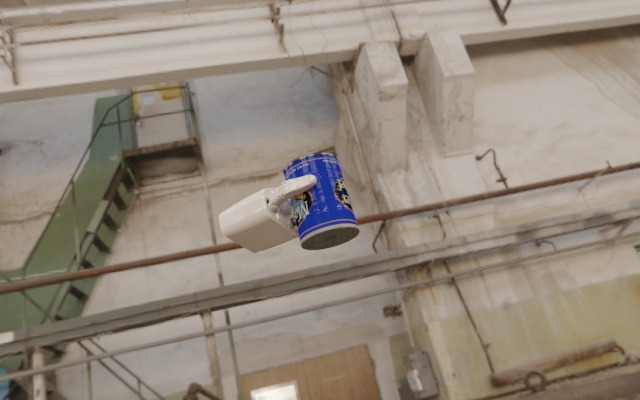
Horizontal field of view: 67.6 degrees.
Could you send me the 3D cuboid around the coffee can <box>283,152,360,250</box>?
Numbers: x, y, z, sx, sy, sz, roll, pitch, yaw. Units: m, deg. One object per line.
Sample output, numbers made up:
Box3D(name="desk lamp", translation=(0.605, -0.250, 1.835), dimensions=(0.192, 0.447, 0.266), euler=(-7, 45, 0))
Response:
Box3D(name="coffee can", translation=(0.000, 0.003, 0.827), dimensions=(0.103, 0.140, 0.103), euler=(-13, -21, -5))
